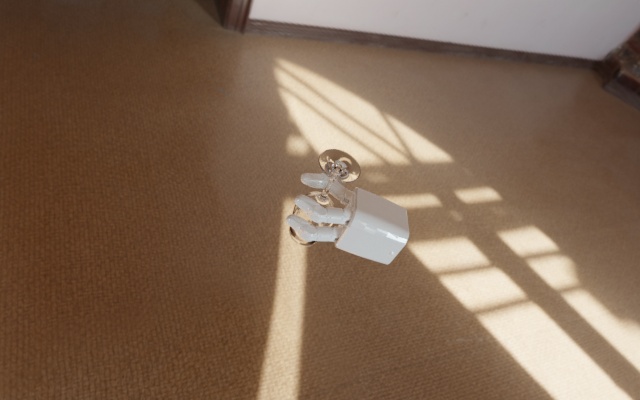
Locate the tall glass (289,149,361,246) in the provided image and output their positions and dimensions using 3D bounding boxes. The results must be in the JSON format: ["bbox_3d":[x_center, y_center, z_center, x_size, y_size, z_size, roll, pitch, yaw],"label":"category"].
[{"bbox_3d":[0.000,0.002,0.857,0.079,0.079,0.201,0,-38,-24],"label":"tall glass"}]
